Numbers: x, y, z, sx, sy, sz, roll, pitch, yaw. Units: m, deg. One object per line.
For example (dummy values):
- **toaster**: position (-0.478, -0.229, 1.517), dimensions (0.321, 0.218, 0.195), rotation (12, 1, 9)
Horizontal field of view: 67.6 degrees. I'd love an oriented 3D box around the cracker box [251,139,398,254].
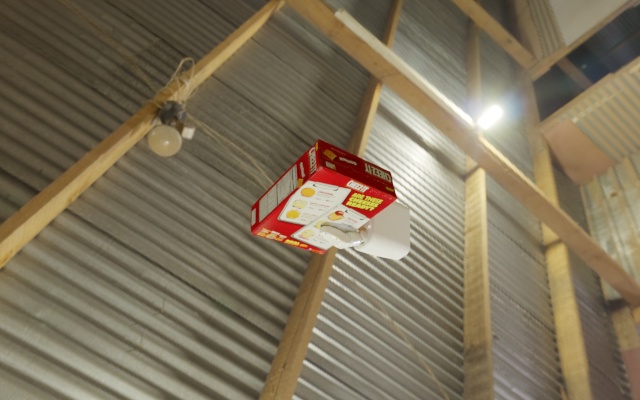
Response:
- **cracker box**: position (0.000, 0.003, 0.841), dimensions (0.164, 0.072, 0.214), rotation (20, -44, -32)
